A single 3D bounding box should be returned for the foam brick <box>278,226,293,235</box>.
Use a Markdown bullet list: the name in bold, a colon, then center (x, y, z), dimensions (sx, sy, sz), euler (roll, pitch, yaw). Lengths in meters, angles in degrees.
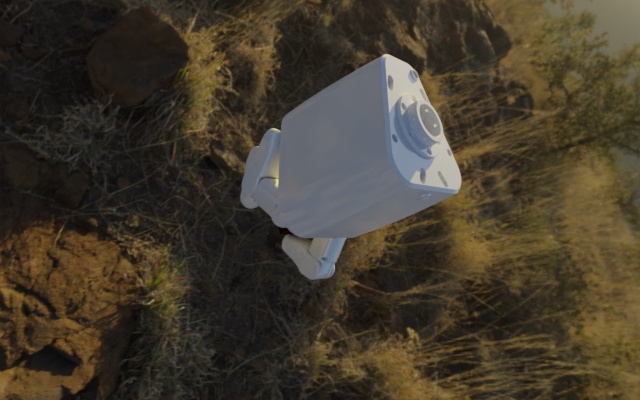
- **foam brick**: center (0.000, 0.001, 0.456), dimensions (0.051, 0.053, 0.078), euler (-27, -21, 39)
